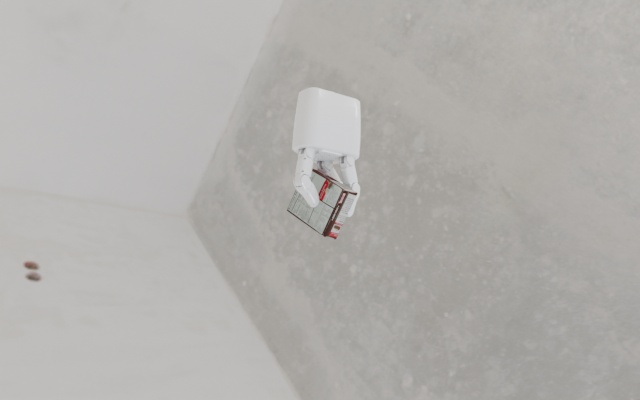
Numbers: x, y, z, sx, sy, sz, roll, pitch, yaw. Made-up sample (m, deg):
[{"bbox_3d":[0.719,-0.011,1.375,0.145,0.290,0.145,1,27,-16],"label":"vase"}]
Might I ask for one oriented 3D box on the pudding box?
[{"bbox_3d":[0.000,0.003,0.829,0.039,0.090,0.113,15,13,-43],"label":"pudding box"}]
